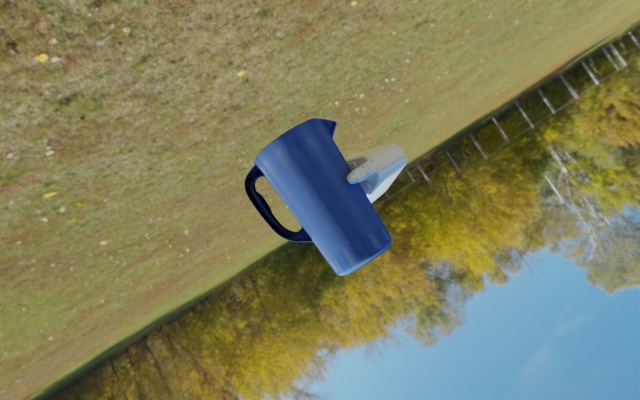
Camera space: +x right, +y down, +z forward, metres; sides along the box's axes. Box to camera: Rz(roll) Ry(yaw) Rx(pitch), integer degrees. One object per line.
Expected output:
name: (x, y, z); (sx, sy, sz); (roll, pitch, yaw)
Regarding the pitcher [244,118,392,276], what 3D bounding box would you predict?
pitcher: (0.000, 0.002, 0.783); (0.145, 0.243, 0.149); (-30, -5, -45)
